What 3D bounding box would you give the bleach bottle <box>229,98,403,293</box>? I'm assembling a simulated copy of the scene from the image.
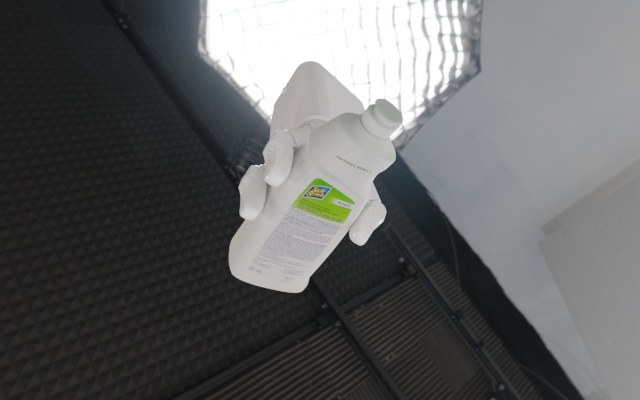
[{"bbox_3d":[0.000,0.002,0.473,0.102,0.068,0.251,17,-45,-26],"label":"bleach bottle"}]
